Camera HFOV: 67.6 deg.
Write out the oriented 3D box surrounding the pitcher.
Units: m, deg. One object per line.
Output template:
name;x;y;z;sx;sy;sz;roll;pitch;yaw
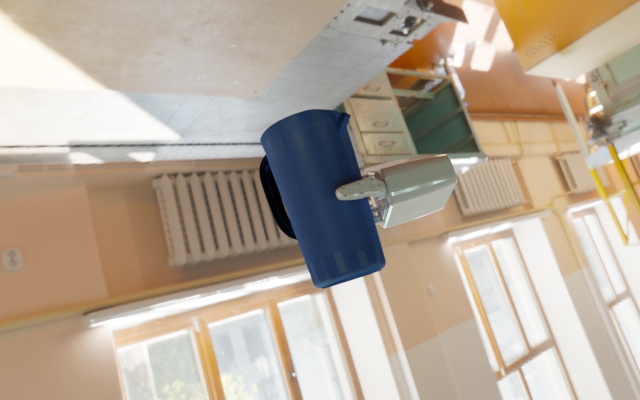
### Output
pitcher;0.000;0.002;0.703;0.145;0.242;0.149;-16;-12;-9
